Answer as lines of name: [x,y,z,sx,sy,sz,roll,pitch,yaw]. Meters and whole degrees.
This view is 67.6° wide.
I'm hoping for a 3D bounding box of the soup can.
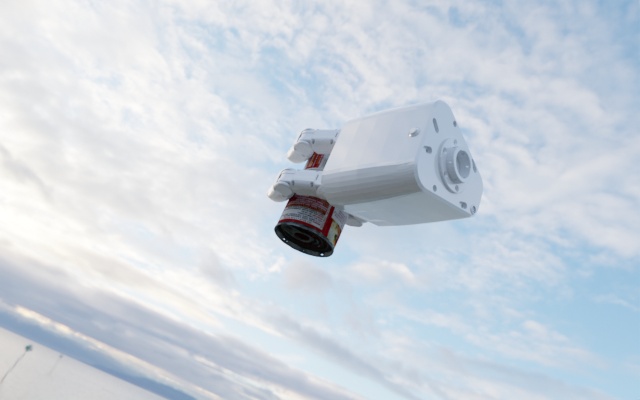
soup can: [0.000,0.002,0.526,0.068,0.102,0.068,19,-27,10]
